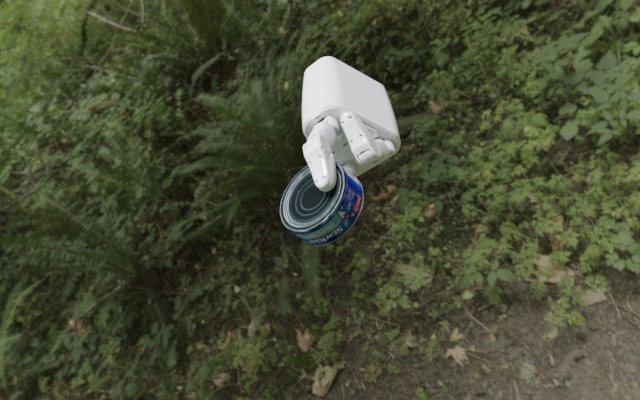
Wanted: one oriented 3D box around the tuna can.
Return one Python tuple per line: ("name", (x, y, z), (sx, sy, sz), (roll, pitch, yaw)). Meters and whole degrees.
("tuna can", (0.000, 0.001, 0.489), (0.086, 0.086, 0.034), (0, -28, 42))
